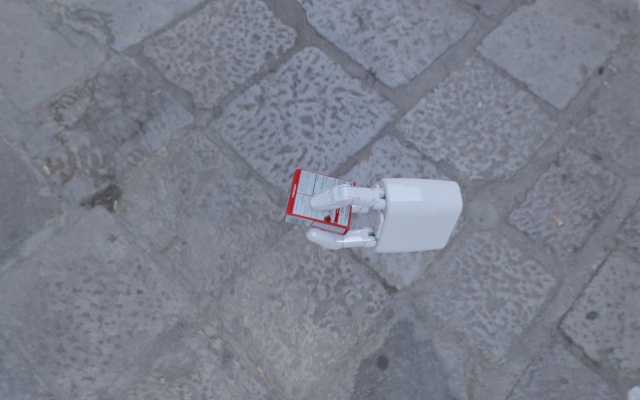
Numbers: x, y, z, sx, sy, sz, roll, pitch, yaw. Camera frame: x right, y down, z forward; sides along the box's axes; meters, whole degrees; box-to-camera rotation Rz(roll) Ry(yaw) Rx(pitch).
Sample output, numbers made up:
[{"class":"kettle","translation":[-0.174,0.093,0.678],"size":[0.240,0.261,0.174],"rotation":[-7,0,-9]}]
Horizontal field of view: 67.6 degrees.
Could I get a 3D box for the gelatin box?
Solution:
[{"class":"gelatin box","translation":[0.000,0.002,0.661],"size":[0.089,0.073,0.030],"rotation":[14,-27,-6]}]
